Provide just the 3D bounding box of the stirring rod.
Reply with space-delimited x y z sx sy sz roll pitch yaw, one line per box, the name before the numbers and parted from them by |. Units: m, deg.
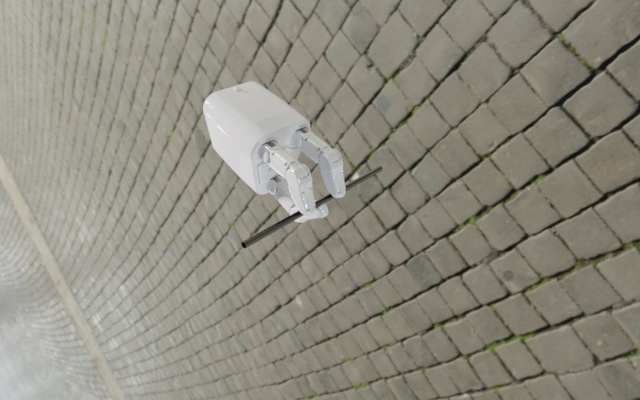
stirring rod | 0.000 0.002 0.587 0.239 0.011 0.011 -29 19 -38
